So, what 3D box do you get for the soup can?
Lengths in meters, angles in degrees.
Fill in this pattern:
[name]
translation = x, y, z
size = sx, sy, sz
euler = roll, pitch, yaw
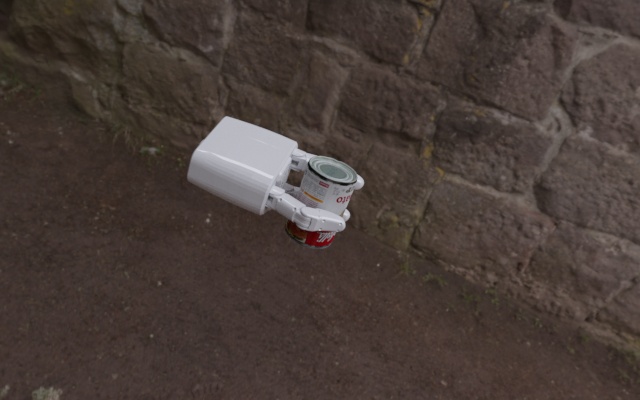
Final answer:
[soup can]
translation = 0.001, 0.002, 0.619
size = 0.068, 0.102, 0.068
euler = 16, 28, -9
